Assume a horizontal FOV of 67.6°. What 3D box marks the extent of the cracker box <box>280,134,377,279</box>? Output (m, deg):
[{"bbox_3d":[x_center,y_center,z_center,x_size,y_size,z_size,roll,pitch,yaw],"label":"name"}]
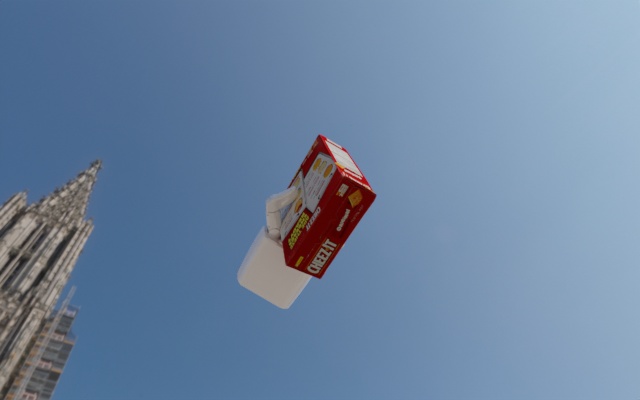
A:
[{"bbox_3d":[0.000,0.002,0.790,0.072,0.164,0.213,26,17,-20],"label":"cracker box"}]
